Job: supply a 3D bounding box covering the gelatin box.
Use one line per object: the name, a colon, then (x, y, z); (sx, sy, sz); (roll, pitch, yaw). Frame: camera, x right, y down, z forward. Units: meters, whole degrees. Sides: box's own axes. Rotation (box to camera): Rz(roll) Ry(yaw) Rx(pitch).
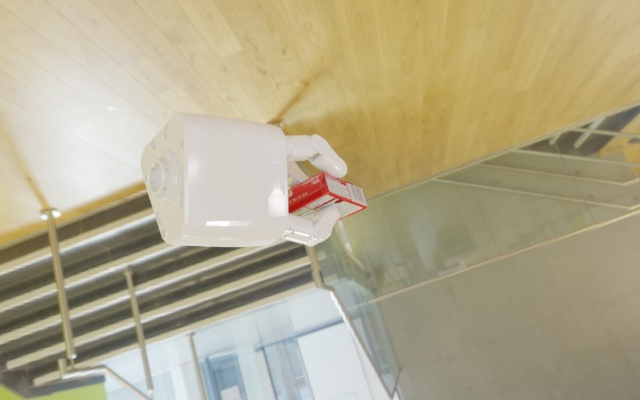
gelatin box: (0.000, 0.002, 0.552); (0.073, 0.030, 0.089); (-26, -25, 28)
